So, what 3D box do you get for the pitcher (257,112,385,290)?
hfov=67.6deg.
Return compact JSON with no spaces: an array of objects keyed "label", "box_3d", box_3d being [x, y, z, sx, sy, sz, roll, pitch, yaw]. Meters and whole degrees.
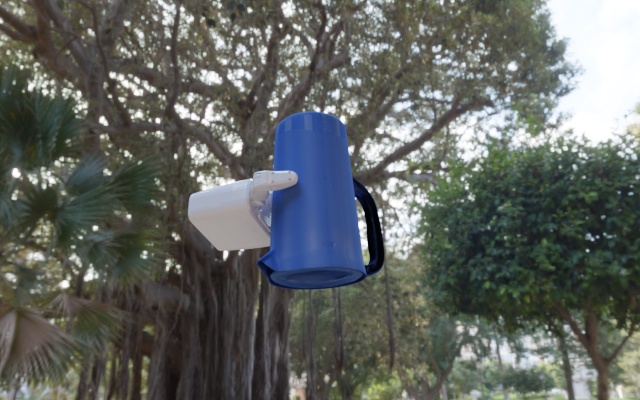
[{"label":"pitcher","box_3d":[0.000,0.002,0.688,0.145,0.242,0.149,-10,-23,19]}]
